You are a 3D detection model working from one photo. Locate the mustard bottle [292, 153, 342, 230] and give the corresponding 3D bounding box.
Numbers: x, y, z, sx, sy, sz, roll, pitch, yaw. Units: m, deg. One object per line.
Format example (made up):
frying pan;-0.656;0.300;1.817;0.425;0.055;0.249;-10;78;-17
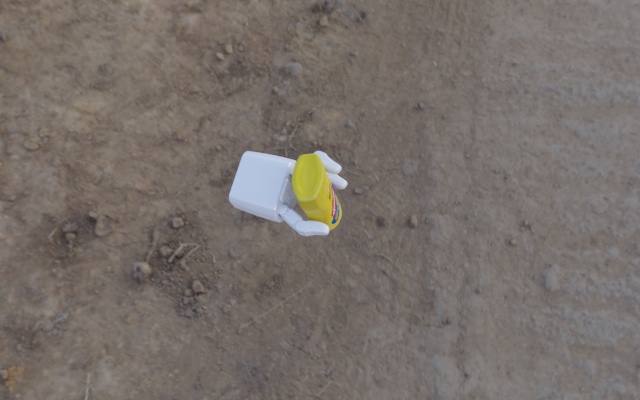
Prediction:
mustard bottle;0.000;0.003;0.880;0.058;0.096;0.192;-7;-30;12
